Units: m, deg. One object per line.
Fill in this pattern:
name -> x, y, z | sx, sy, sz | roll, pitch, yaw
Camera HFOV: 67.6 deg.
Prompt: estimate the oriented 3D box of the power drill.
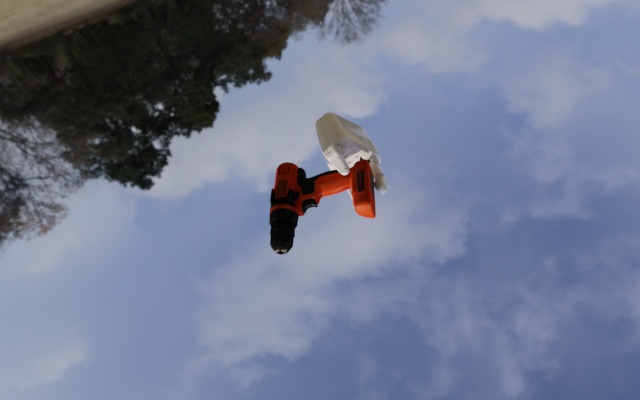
power drill -> 0.001, 0.002, 0.838 | 0.187, 0.184, 0.057 | -7, -32, 14
